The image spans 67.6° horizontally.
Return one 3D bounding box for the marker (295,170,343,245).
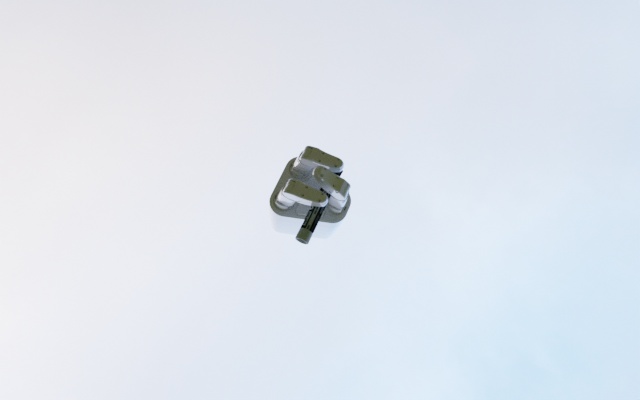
[{"bbox_3d":[0.000,0.002,0.637,0.020,0.121,0.020,22,-21,9],"label":"marker"}]
